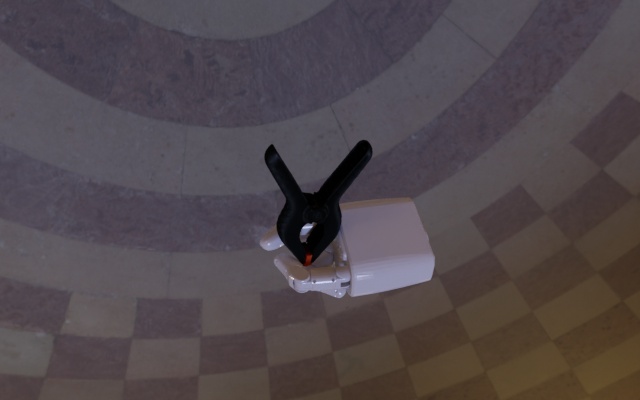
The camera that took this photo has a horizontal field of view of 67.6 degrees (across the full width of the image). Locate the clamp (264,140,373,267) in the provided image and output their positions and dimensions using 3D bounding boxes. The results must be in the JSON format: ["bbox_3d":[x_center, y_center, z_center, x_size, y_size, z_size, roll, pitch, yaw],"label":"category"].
[{"bbox_3d":[0.000,0.002,0.550,0.120,0.172,0.039,-8,41,-10],"label":"clamp"}]
